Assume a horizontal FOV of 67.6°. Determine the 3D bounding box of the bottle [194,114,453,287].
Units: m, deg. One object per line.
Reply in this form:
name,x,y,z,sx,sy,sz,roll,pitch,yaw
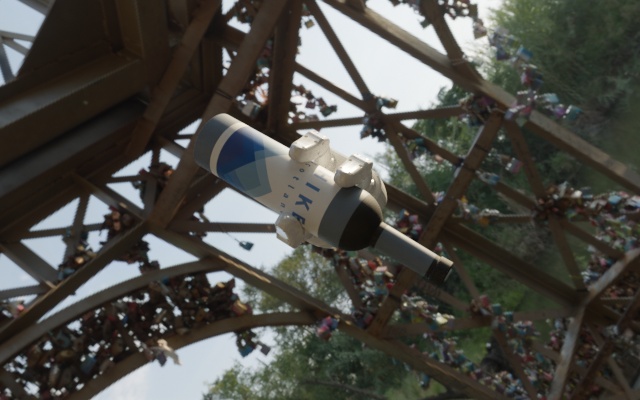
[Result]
bottle,0.000,0.002,0.503,0.295,0.069,0.069,30,9,16
